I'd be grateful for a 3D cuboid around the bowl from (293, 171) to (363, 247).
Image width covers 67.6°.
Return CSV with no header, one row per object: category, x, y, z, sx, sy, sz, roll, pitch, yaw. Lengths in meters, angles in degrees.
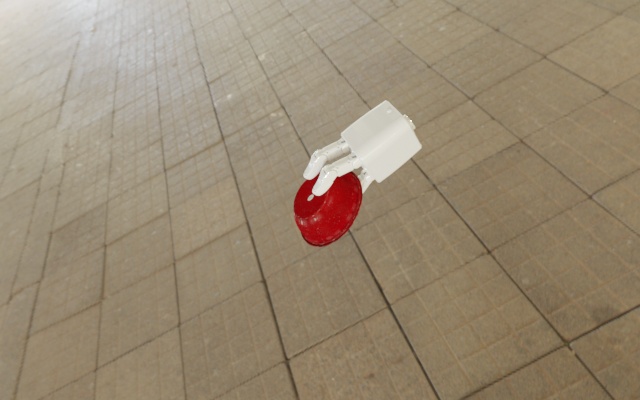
bowl,-0.001,0.004,0.897,0.055,0.162,0.162,30,-20,-38
